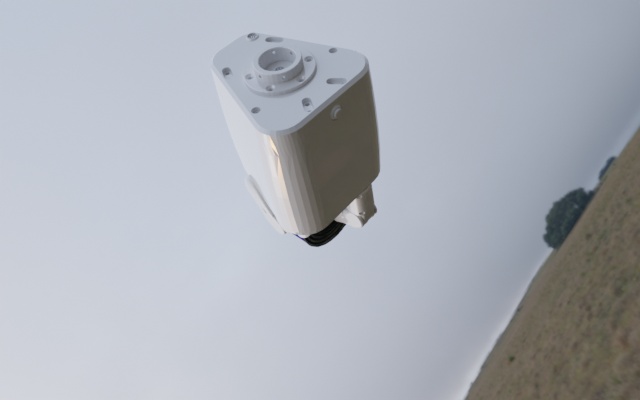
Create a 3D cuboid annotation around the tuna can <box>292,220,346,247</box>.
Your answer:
[{"bbox_3d":[0.000,0.001,0.482,0.033,0.086,0.086,30,16,31],"label":"tuna can"}]
